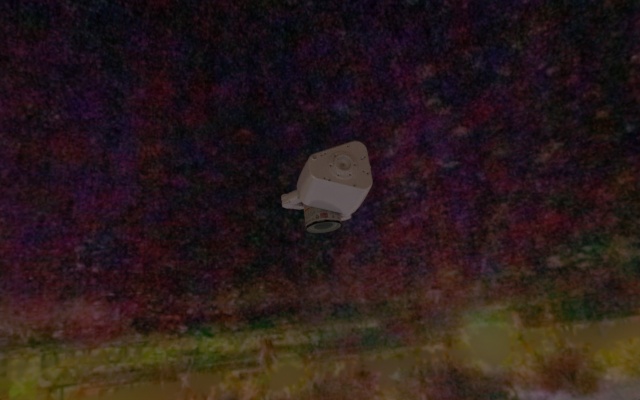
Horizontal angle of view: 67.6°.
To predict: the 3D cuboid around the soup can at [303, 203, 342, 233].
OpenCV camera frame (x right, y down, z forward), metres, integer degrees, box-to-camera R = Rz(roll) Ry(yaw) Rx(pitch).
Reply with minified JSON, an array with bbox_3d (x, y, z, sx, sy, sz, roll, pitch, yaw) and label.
[{"bbox_3d":[0.000,0.003,0.898,0.068,0.102,0.068,-7,-20,-3],"label":"soup can"}]
